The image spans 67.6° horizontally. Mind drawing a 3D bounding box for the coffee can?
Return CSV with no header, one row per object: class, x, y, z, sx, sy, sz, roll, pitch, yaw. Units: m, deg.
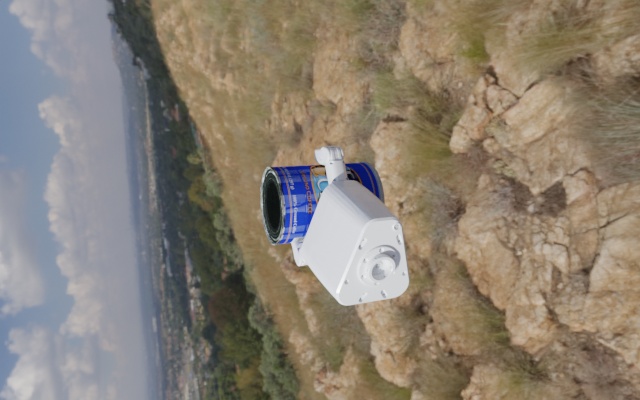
coffee can,0.000,0.002,0.643,0.140,0.103,0.103,-4,2,-21
